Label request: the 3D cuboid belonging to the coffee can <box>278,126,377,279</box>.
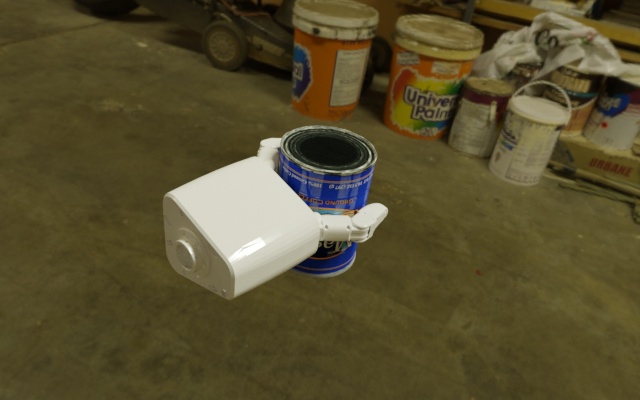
[{"bbox_3d":[0.000,0.002,0.536,0.103,0.140,0.102,6,34,-4],"label":"coffee can"}]
